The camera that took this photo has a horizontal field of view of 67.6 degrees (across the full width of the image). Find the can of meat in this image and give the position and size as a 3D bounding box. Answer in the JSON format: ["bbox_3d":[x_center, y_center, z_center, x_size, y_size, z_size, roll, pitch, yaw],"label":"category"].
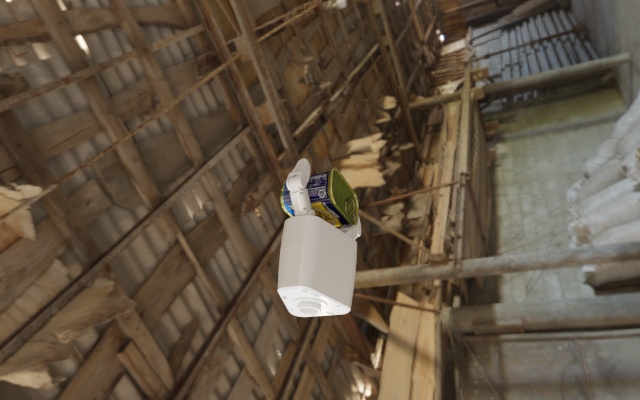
[{"bbox_3d":[0.000,0.002,0.712,0.084,0.057,0.102,-10,-33,23],"label":"can of meat"}]
